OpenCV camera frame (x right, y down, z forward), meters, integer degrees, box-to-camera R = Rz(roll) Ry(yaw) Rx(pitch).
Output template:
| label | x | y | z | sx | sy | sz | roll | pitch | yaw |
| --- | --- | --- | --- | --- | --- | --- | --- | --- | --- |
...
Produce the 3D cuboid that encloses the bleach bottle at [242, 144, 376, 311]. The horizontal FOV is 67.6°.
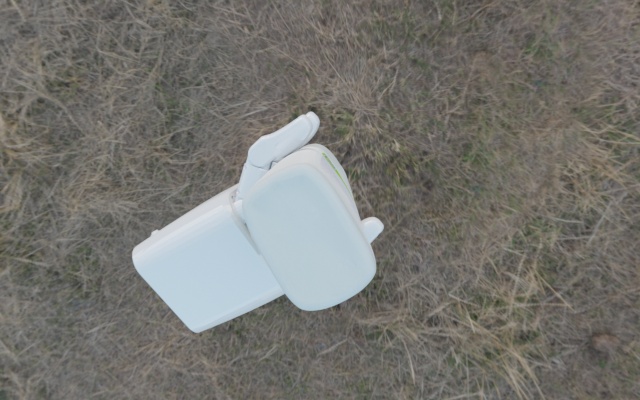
| label | x | y | z | sx | sy | sz | roll | pitch | yaw |
| --- | --- | --- | --- | --- | --- | --- | --- | --- | --- |
| bleach bottle | 0.000 | 0.001 | 0.433 | 0.068 | 0.102 | 0.250 | -29 | 7 | 9 |
